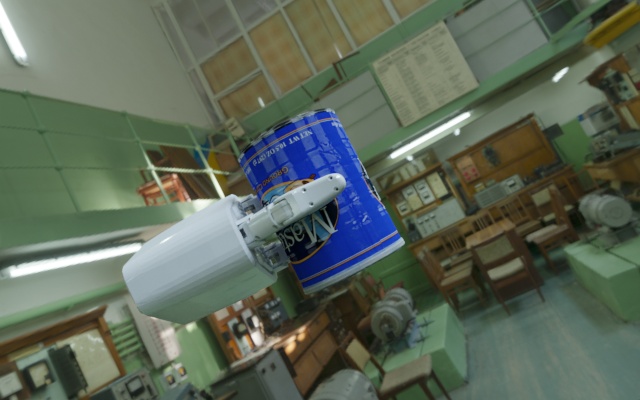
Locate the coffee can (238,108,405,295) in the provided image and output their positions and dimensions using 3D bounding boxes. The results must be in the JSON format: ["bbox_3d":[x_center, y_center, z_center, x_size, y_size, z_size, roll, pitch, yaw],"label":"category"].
[{"bbox_3d":[0.000,0.001,0.444,0.103,0.140,0.103,-27,-5,-3],"label":"coffee can"}]
